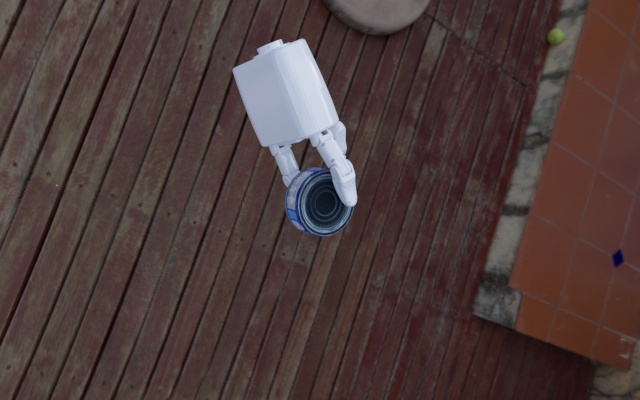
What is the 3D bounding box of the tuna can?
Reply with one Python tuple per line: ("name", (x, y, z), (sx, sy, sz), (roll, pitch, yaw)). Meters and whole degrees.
("tuna can", (0.000, 0.002, 0.603), (0.086, 0.086, 0.033), (0, 7, -31))
